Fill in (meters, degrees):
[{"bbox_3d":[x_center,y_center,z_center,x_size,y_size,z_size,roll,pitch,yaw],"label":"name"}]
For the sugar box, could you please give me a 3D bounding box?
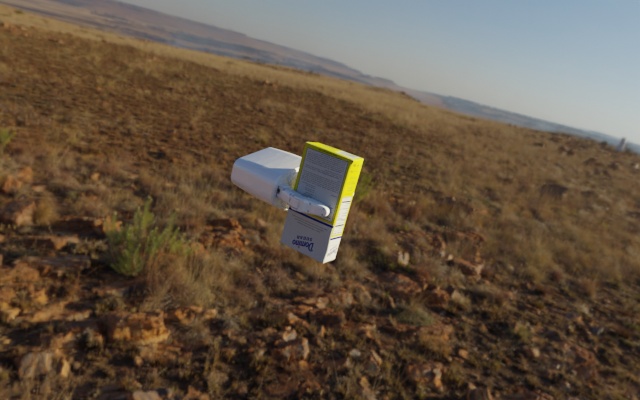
[{"bbox_3d":[0.000,0.002,0.777,0.093,0.176,0.048,24,18,29],"label":"sugar box"}]
